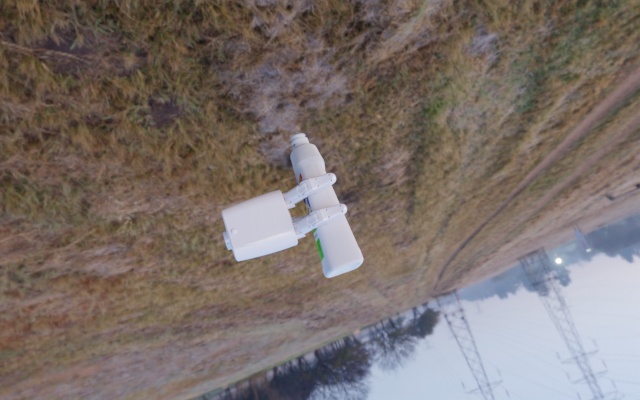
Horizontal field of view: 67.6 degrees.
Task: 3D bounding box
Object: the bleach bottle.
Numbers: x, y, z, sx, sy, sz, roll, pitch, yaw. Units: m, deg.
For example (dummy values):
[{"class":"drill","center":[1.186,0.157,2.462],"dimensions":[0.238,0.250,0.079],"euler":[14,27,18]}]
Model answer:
[{"class":"bleach bottle","center":[0.000,0.003,0.835],"dimensions":[0.068,0.250,0.102],"euler":[-18,-15,-8]}]
